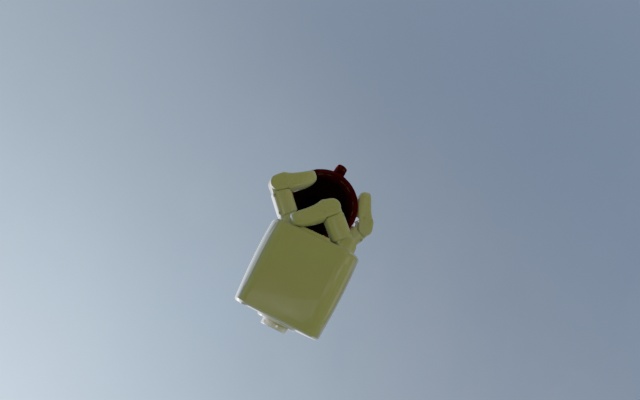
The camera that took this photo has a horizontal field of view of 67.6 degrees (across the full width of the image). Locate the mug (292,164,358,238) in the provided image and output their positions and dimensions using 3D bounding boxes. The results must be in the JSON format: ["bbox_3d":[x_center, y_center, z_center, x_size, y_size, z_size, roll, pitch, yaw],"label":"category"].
[{"bbox_3d":[0.001,0.001,0.652,0.093,0.117,0.081,29,-17,-6],"label":"mug"}]
